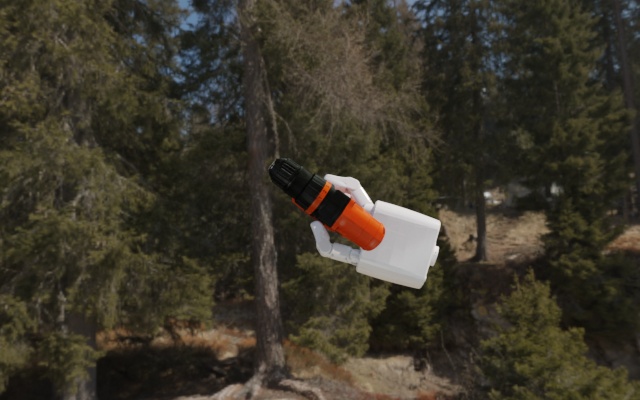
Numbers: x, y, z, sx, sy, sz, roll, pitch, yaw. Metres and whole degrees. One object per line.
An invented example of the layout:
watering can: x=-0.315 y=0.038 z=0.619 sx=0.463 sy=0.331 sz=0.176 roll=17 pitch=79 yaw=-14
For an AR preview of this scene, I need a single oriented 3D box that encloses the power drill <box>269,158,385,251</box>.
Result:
power drill: x=0.000 y=0.002 z=0.719 sx=0.184 sy=0.057 sz=0.187 roll=38 pitch=-1 yaw=-6
